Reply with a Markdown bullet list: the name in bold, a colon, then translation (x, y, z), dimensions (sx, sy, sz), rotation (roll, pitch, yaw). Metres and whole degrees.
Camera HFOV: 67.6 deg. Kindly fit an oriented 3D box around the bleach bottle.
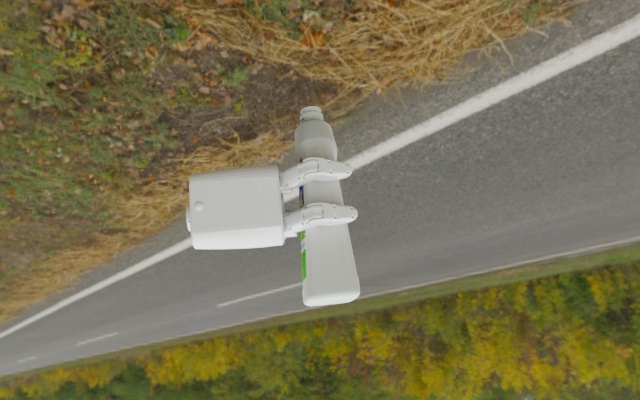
- **bleach bottle**: translation (0.000, 0.002, 0.610), dimensions (0.068, 0.250, 0.103), rotation (-5, -17, -6)
